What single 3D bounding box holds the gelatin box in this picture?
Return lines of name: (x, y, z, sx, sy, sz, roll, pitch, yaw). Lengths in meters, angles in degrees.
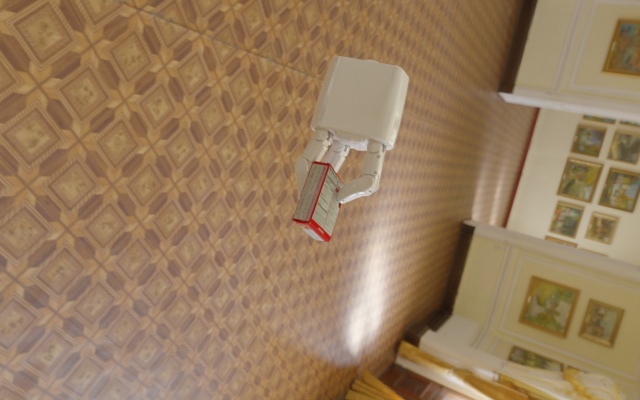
gelatin box: (0.000, 0.003, 0.648, 0.030, 0.089, 0.073, 9, -20, 26)
